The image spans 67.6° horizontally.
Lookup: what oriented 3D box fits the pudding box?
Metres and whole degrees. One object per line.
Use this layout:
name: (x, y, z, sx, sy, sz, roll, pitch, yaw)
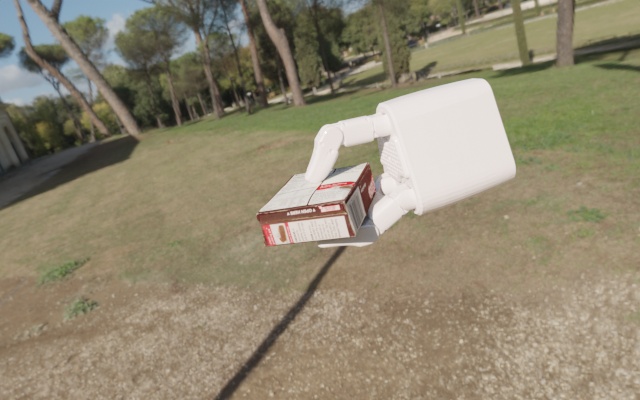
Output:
pudding box: (0.000, 0.001, 0.471, 0.090, 0.039, 0.113, -9, 18, 20)
